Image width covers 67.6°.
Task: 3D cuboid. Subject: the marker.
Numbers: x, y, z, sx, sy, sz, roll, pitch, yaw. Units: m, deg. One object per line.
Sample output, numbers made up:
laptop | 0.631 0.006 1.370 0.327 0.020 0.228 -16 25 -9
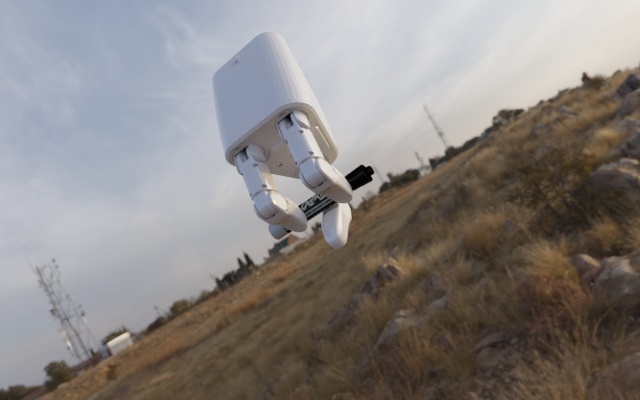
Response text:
marker | 0.000 0.002 0.461 0.121 0.020 0.020 -33 -14 22
